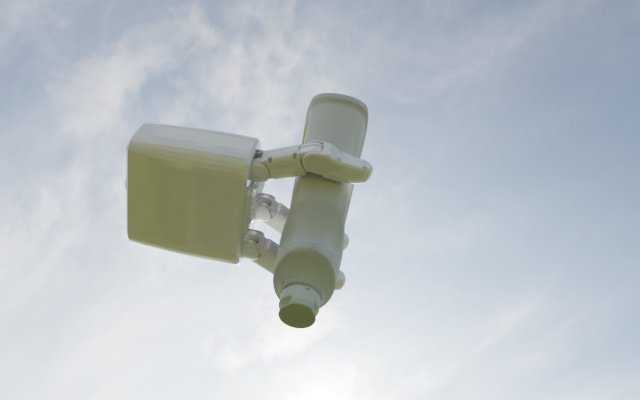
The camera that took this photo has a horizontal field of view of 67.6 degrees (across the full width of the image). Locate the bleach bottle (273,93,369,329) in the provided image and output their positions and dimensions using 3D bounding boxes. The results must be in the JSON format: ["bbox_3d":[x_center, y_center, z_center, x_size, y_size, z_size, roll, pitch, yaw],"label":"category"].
[{"bbox_3d":[0.000,0.002,0.441,0.068,0.103,0.250,10,39,1],"label":"bleach bottle"}]
